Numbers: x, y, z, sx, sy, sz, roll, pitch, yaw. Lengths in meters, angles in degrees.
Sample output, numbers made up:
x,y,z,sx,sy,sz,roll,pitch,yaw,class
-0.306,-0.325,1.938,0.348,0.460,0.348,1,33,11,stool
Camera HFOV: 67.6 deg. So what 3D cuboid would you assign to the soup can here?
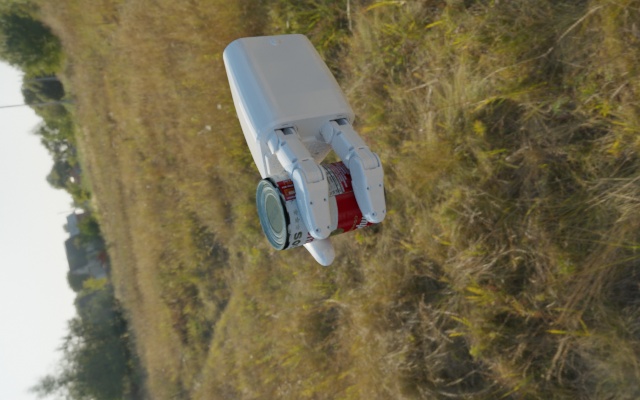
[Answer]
x,y,z,sx,sy,sz,roll,pitch,yaw,class
0.000,0.002,0.441,0.102,0.068,0.068,-14,6,-26,soup can
